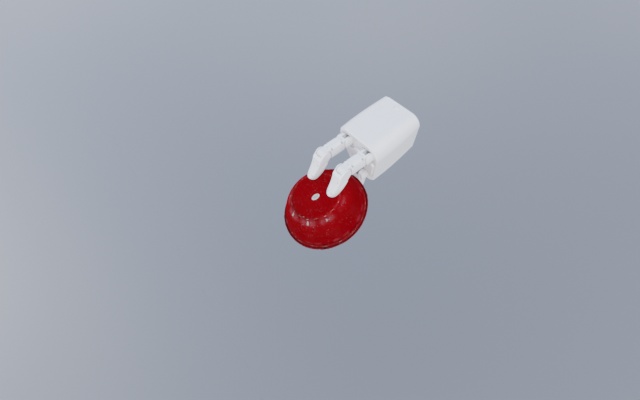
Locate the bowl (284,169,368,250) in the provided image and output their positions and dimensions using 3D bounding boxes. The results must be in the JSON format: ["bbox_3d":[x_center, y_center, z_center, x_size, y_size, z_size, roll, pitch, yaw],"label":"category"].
[{"bbox_3d":[-0.001,0.004,0.848,0.162,0.162,0.055,0,-25,22],"label":"bowl"}]
